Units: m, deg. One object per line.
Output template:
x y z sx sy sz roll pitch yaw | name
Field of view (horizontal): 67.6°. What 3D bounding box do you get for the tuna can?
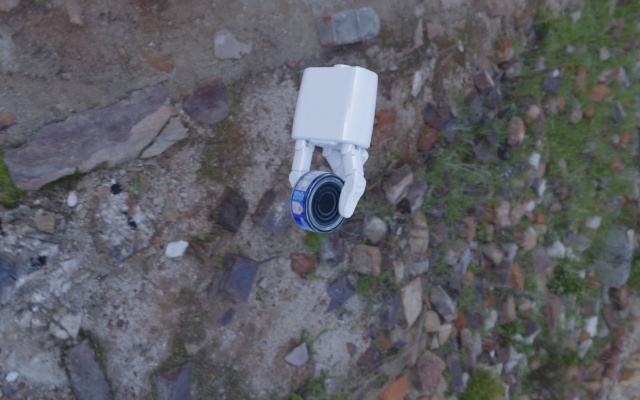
0.000 0.002 0.664 0.086 0.086 0.033 0 9 -43 | tuna can
